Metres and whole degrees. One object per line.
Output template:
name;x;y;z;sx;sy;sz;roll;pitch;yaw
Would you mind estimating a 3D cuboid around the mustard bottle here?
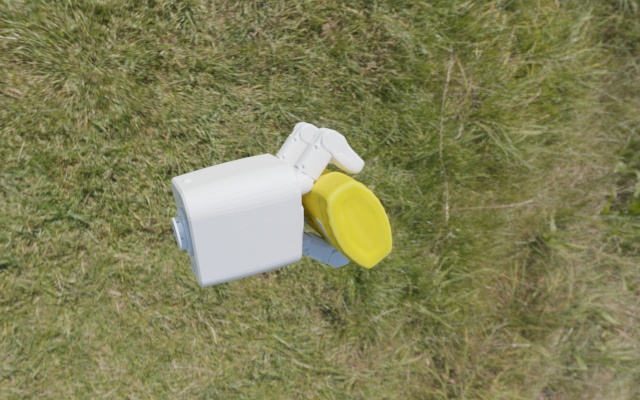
mustard bottle;0.000;0.002;0.528;0.058;0.096;0.191;-38;27;-11
